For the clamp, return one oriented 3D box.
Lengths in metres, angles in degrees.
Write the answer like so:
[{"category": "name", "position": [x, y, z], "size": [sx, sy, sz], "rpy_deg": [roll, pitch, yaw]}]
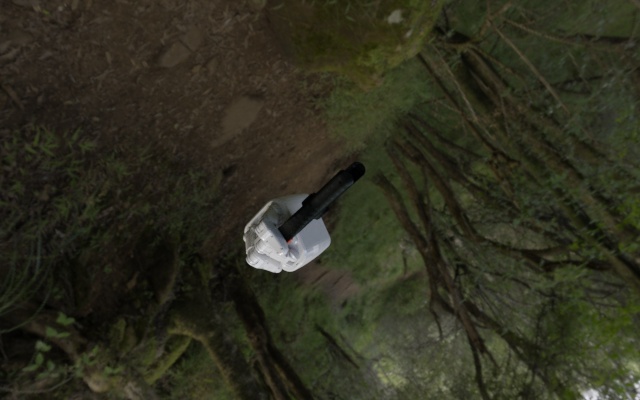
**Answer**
[{"category": "clamp", "position": [0.000, 0.003, 0.710], "size": [0.171, 0.039, 0.120], "rpy_deg": [-40, -6, 26]}]
